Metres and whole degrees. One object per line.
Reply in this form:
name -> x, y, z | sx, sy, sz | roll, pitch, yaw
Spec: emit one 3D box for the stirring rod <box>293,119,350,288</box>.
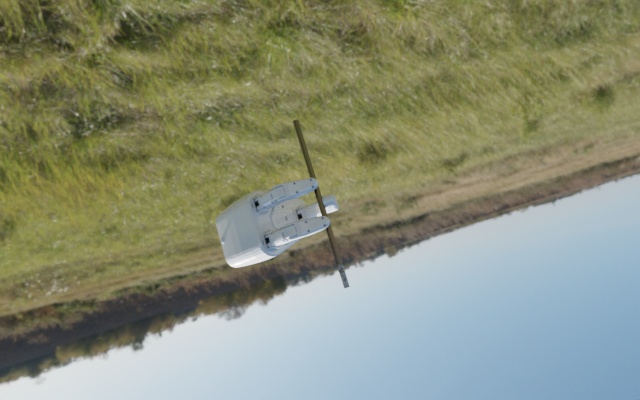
stirring rod -> 0.000, 0.002, 0.652 | 0.011, 0.239, 0.011 | -17, -8, -2
